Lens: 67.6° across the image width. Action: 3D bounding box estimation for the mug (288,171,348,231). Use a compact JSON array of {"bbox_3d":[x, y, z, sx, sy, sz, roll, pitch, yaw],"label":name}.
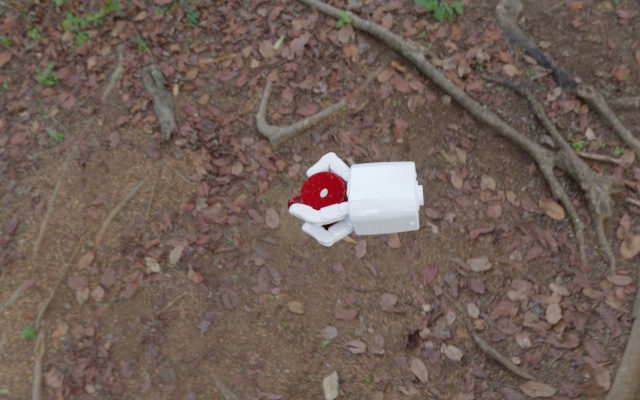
[{"bbox_3d":[-0.001,0.003,0.828,0.117,0.093,0.081,-4,-25,12],"label":"mug"}]
